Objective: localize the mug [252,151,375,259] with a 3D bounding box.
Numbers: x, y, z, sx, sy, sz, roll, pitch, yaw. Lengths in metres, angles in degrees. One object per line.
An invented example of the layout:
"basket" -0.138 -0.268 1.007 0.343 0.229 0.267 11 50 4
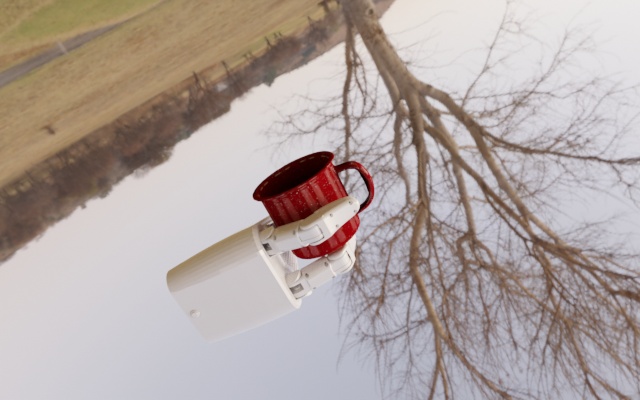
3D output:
"mug" 0.001 0.001 0.495 0.117 0.081 0.093 -25 21 10
